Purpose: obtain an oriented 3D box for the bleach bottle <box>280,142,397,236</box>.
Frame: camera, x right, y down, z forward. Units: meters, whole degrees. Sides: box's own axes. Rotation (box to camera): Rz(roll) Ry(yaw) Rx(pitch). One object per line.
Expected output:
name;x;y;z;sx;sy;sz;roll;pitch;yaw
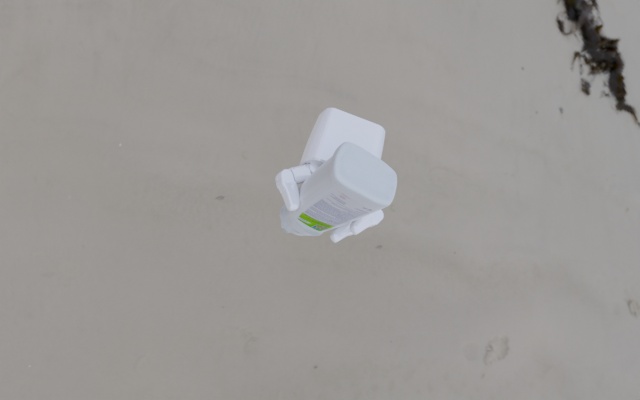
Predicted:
bleach bottle;0.000;0.002;0.716;0.102;0.068;0.251;29;-29;-20
